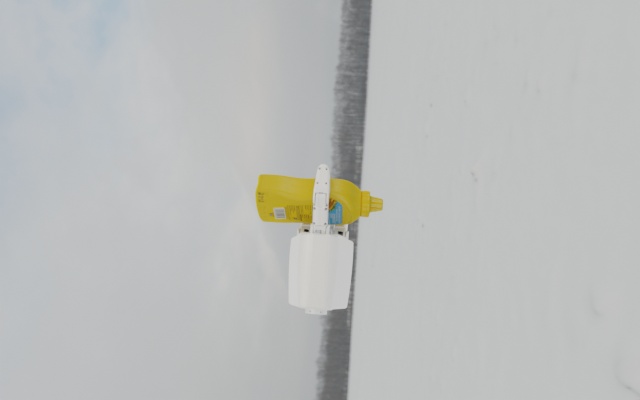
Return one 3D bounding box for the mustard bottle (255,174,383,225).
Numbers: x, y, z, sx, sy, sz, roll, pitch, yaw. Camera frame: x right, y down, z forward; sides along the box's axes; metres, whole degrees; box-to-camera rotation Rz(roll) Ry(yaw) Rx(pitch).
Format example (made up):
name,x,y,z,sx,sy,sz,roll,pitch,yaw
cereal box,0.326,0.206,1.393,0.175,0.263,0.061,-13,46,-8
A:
name,x,y,z,sx,sy,sz,roll,pitch,yaw
mustard bottle,0.000,0.002,0.739,0.191,0.058,0.096,3,-34,4
